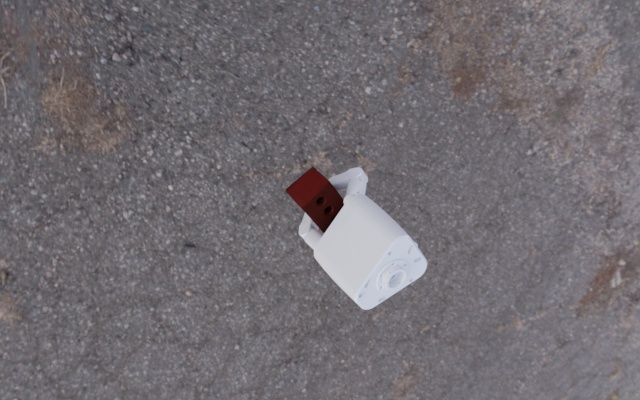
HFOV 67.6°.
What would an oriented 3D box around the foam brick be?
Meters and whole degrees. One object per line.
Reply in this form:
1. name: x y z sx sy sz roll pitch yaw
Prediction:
1. foam brick: 0.000 0.002 0.668 0.078 0.053 0.051 49 -2 -41
